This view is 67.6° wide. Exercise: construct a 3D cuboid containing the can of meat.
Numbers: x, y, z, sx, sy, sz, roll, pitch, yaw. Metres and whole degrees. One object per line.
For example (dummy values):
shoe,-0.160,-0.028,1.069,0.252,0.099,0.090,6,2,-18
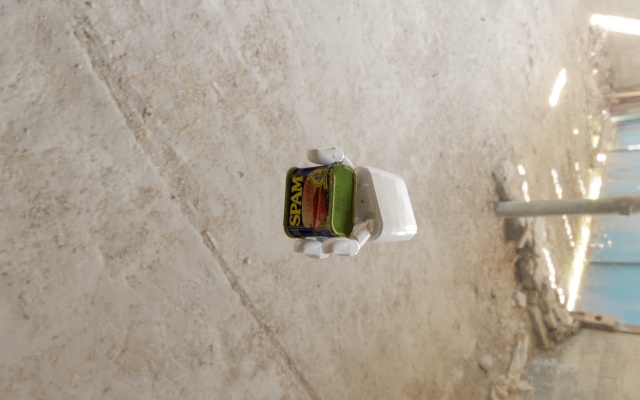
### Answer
can of meat,0.000,0.002,0.650,0.084,0.102,0.057,-3,-10,40
